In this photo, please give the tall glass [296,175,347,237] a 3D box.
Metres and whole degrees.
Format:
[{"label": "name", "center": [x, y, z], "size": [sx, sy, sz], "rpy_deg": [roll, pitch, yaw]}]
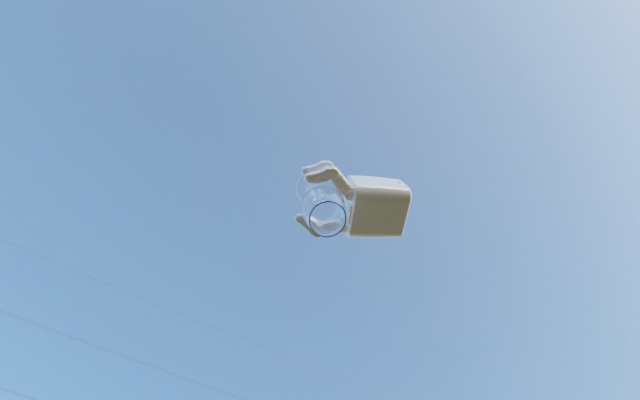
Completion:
[{"label": "tall glass", "center": [0.000, 0.003, 0.863], "size": [0.079, 0.079, 0.201], "rpy_deg": [0, 16, -7]}]
